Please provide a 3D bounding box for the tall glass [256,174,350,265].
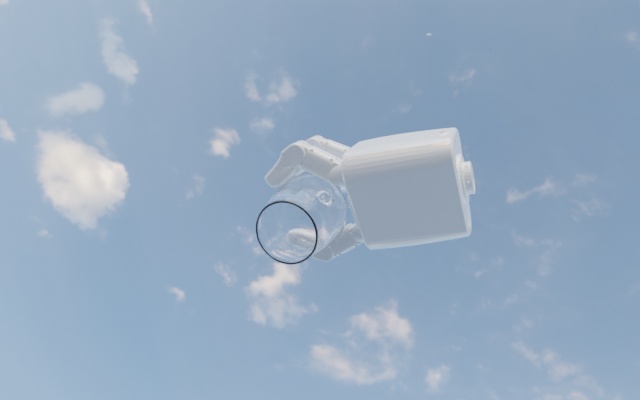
[{"bbox_3d":[0.000,0.002,0.523,0.079,0.079,0.201,0,17,20],"label":"tall glass"}]
